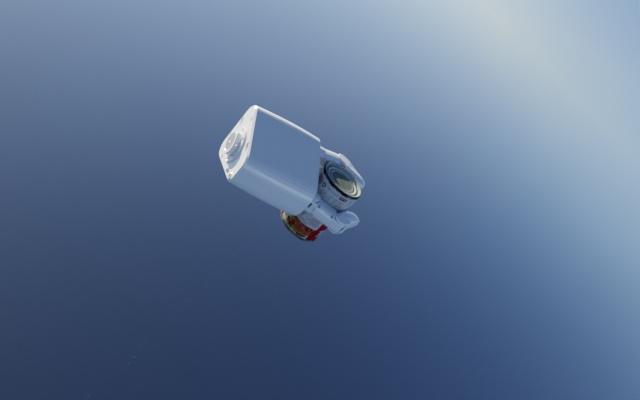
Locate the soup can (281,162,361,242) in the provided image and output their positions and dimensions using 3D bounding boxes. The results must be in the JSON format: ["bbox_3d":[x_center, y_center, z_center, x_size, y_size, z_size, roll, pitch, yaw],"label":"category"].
[{"bbox_3d":[0.001,0.002,0.679,0.102,0.068,0.068,-45,-25,28],"label":"soup can"}]
